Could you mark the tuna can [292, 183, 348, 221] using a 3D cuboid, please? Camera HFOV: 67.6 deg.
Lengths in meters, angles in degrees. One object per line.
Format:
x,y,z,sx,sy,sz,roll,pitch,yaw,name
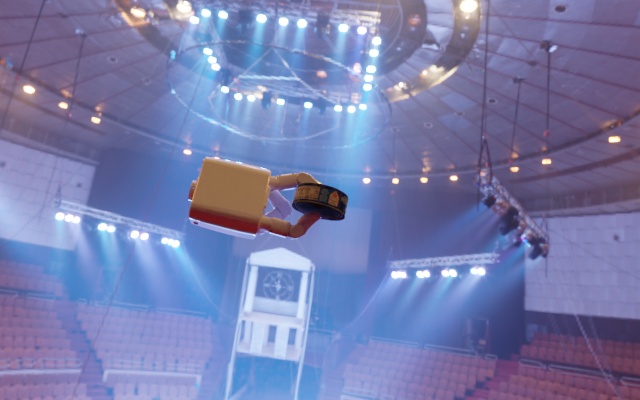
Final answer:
0.000,0.002,0.751,0.086,0.033,0.086,13,-16,4,tuna can
